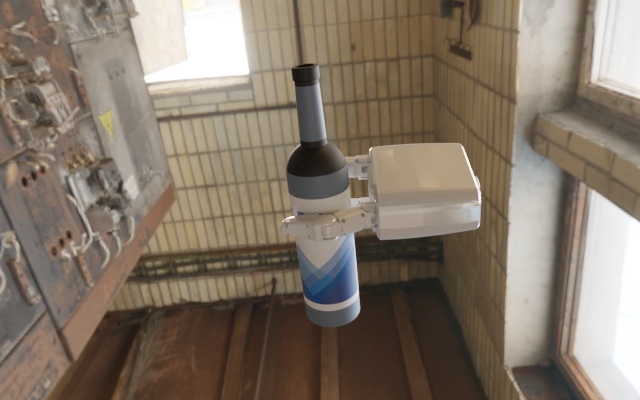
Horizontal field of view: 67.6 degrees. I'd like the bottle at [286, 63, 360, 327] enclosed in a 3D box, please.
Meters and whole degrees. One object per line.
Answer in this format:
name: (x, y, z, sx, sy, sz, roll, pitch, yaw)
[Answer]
bottle: (0.000, 0.002, 0.526, 0.069, 0.296, 0.069, -5, 25, 3)
